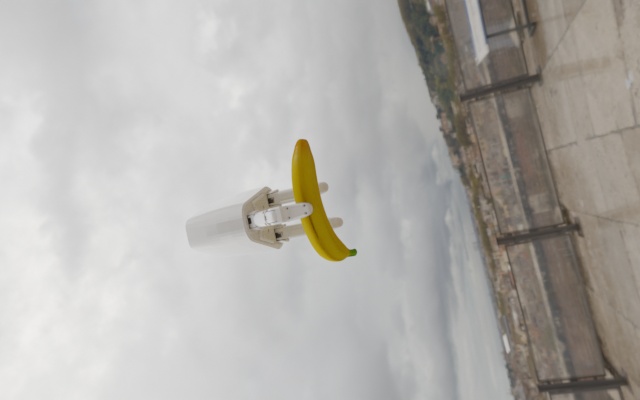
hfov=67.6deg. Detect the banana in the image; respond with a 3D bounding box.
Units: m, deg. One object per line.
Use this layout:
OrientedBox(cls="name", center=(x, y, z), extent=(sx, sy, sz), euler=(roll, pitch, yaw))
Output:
OrientedBox(cls="banana", center=(-0.005, 0.014, 0.666), extent=(0.037, 0.198, 0.069), euler=(-12, 24, 27))
